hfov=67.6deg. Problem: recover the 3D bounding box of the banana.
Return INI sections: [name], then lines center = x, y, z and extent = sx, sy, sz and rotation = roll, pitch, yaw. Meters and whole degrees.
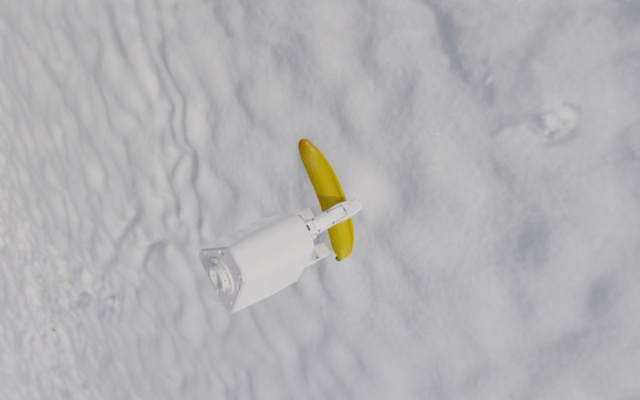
[banana]
center = 0.012, 0.006, 0.683
extent = 0.037, 0.198, 0.069
rotation = -24, 16, -31
